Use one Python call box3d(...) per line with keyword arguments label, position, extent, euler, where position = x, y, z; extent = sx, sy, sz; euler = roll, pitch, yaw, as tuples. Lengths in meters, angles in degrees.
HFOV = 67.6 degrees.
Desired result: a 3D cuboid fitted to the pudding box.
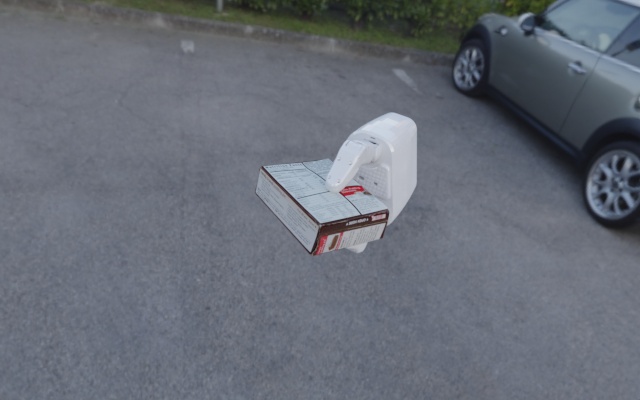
box3d(label="pudding box", position=(0.000, 0.001, 0.480), extent=(0.090, 0.039, 0.113), euler=(-11, 37, -35))
